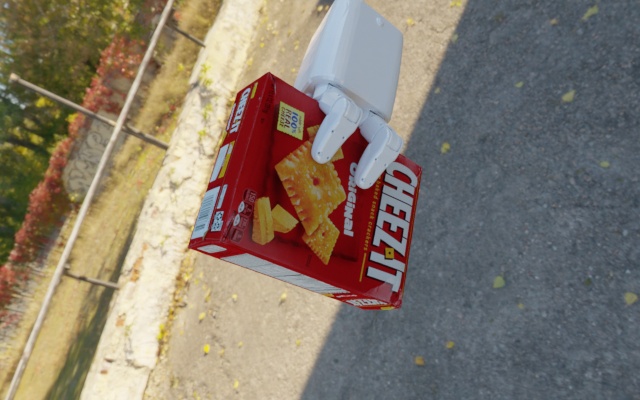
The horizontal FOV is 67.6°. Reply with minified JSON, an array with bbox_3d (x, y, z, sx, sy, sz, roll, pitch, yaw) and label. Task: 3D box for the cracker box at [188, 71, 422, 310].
[{"bbox_3d":[0.000,0.002,0.473,0.214,0.164,0.072,26,-23,-31],"label":"cracker box"}]
